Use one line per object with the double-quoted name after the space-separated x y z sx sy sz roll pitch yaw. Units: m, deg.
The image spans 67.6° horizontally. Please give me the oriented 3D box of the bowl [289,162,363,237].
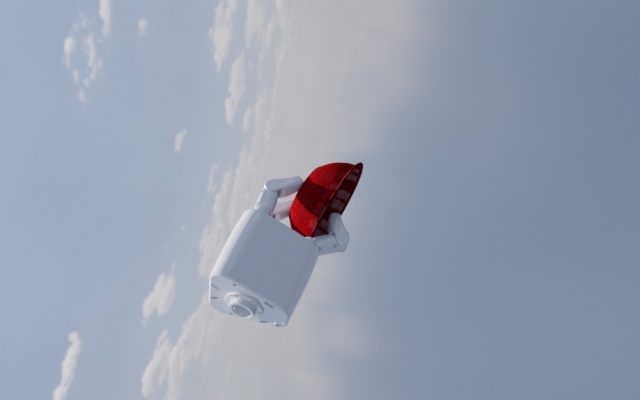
0.000 0.002 0.708 0.055 0.162 0.162 31 7 11 "bowl"
